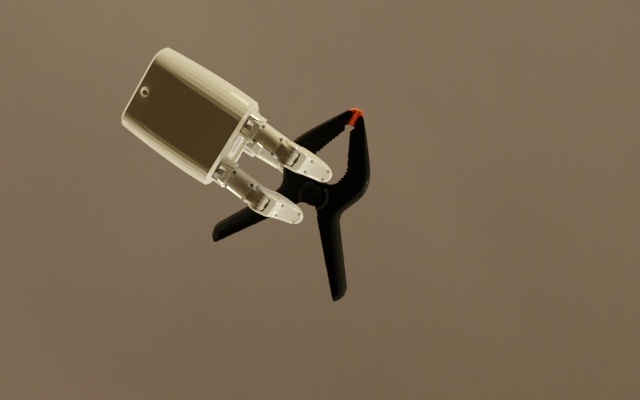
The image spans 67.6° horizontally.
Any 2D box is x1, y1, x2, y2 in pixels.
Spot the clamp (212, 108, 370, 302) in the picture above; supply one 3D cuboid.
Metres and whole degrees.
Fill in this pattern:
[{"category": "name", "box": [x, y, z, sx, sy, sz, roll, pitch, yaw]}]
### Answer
[{"category": "clamp", "box": [0.000, 0.001, 0.521, 0.164, 0.210, 0.036, 33, 13, -5]}]
